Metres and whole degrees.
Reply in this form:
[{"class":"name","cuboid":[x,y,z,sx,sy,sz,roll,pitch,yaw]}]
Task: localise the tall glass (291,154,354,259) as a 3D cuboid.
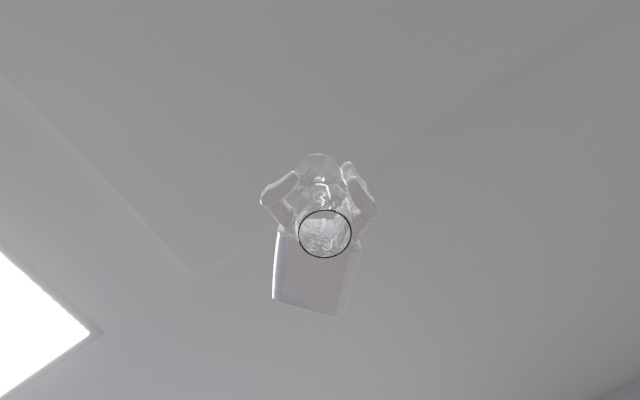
[{"class":"tall glass","cuboid":[0.000,0.002,0.628,0.079,0.079,0.201,0,21,-3]}]
